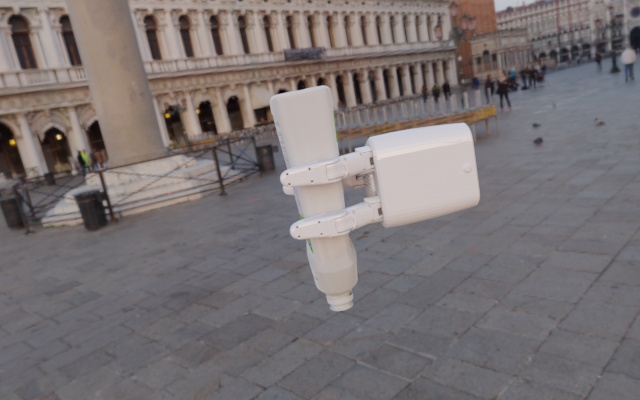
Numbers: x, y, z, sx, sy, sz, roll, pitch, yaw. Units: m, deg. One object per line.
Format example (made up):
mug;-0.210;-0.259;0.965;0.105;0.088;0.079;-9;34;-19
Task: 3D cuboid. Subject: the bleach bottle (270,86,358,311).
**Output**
bleach bottle;0.000;0.002;0.544;0.068;0.251;0.102;-12;12;-3
